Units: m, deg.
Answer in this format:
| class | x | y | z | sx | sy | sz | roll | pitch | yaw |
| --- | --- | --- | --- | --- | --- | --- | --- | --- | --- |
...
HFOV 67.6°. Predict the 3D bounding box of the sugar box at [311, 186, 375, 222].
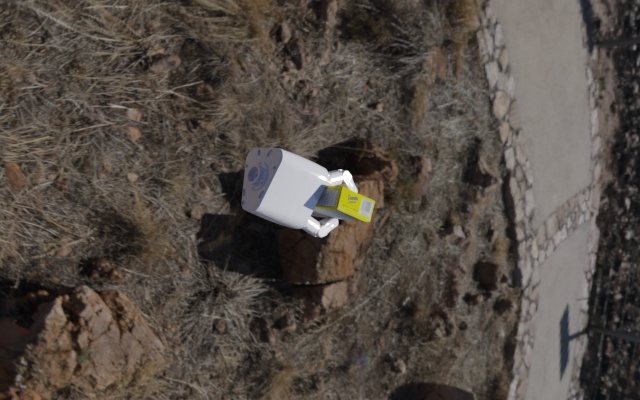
| class | x | y | z | sx | sy | sz | roll | pitch | yaw |
| --- | --- | --- | --- | --- | --- | --- | --- | --- | --- |
| sugar box | 0.000 | 0.002 | 0.864 | 0.176 | 0.048 | 0.093 | 8 | -11 | 45 |
